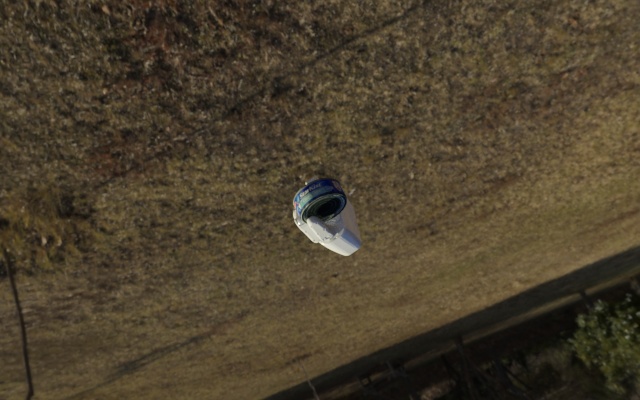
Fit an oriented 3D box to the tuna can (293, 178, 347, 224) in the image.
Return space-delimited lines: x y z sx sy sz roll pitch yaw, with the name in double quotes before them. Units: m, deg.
"tuna can" 0.000 0.003 0.792 0.086 0.033 0.086 -19 -32 -12
